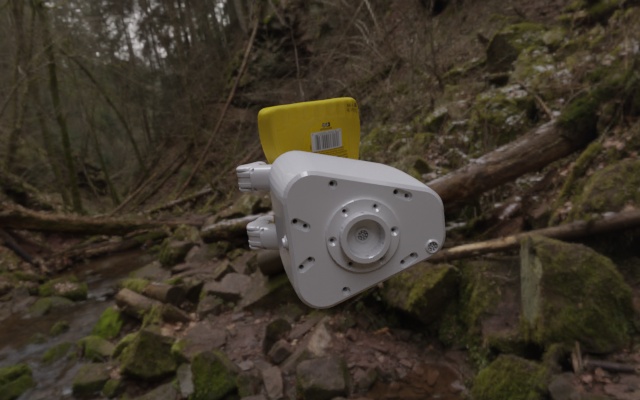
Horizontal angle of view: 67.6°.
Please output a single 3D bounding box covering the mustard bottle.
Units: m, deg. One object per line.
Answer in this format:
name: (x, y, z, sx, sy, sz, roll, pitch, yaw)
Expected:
mustard bottle: (0.000, 0.001, 0.463, 0.096, 0.192, 0.058, -15, 14, -31)
